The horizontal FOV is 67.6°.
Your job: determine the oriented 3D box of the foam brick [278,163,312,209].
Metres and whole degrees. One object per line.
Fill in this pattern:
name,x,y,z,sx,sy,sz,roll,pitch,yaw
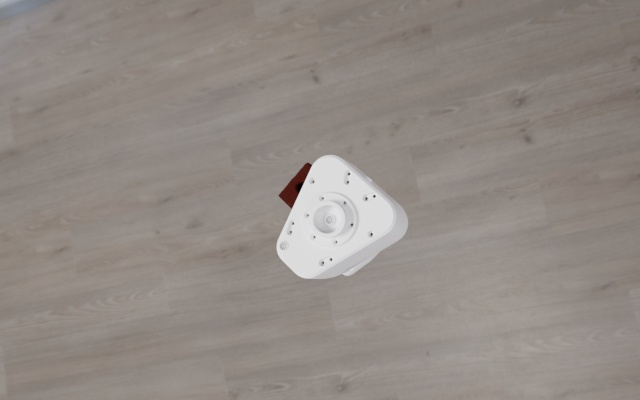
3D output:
foam brick,0.000,0.002,0.557,0.078,0.053,0.051,42,6,14
